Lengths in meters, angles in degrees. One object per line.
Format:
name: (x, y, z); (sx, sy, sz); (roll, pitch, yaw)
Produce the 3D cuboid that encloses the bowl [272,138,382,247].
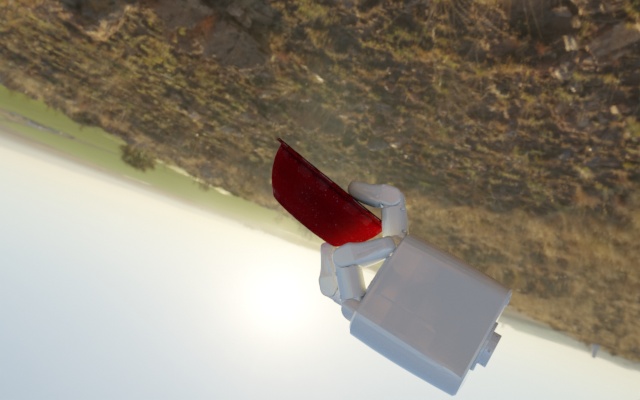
bowl: (-0.001, 0.001, 0.530); (0.162, 0.055, 0.162); (39, 3, -2)
